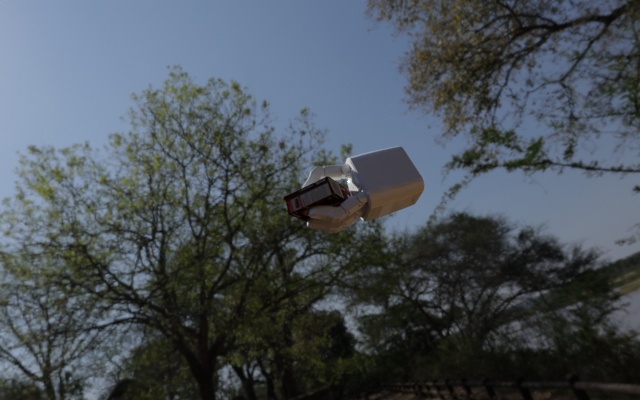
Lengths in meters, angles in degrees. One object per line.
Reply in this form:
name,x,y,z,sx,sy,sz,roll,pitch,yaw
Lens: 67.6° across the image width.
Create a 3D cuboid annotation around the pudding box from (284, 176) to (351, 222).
pudding box,0.000,0.003,0.839,0.090,0.039,0.113,-26,-22,16
